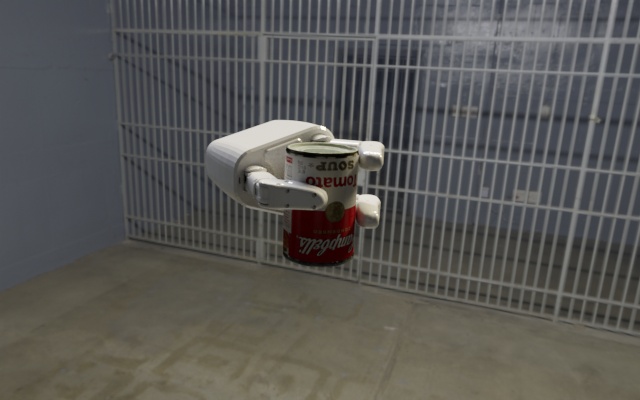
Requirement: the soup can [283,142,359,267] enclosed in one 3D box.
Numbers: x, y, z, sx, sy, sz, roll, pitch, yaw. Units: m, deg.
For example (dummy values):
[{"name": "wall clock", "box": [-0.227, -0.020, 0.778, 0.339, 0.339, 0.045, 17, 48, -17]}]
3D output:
[{"name": "soup can", "box": [0.000, 0.001, 0.440, 0.068, 0.102, 0.068, 2, 15, -1]}]
